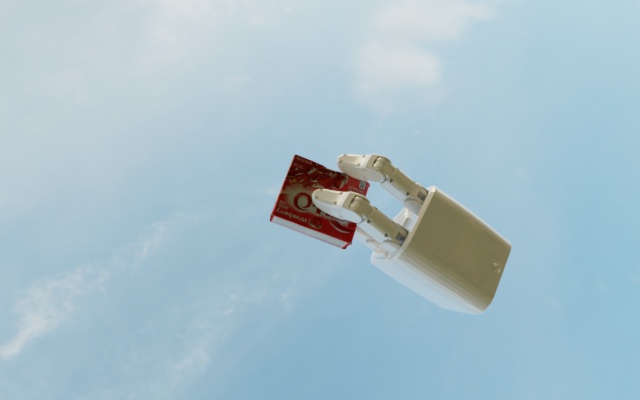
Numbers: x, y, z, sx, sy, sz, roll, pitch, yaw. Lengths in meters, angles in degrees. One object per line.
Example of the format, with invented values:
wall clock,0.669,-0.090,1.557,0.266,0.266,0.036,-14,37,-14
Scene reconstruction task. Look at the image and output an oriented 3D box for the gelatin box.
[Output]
gelatin box,0.000,0.002,0.506,0.089,0.073,0.030,21,-21,-5
